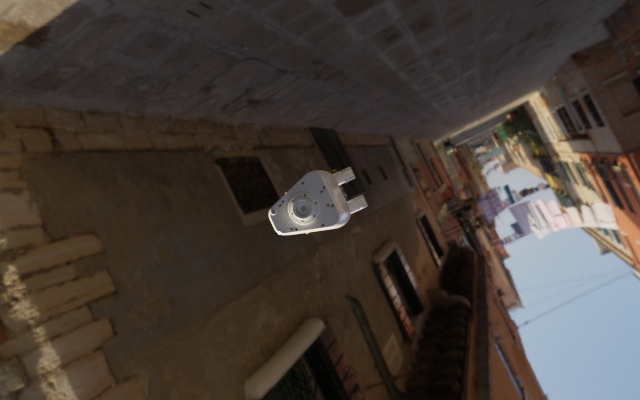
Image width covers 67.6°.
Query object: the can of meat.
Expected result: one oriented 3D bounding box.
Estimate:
[{"bbox_3d":[0.000,0.003,0.873,0.102,0.084,0.057,-26,-3,6],"label":"can of meat"}]
